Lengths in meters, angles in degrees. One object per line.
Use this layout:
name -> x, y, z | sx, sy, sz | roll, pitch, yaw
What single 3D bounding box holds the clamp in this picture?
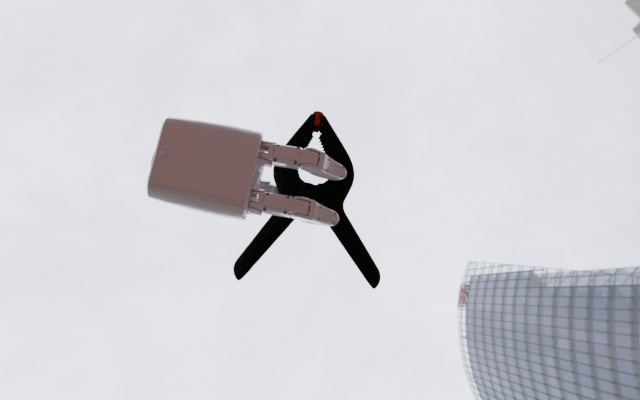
clamp -> 0.000, 0.001, 0.555 | 0.164, 0.210, 0.036 | 11, -12, -3
